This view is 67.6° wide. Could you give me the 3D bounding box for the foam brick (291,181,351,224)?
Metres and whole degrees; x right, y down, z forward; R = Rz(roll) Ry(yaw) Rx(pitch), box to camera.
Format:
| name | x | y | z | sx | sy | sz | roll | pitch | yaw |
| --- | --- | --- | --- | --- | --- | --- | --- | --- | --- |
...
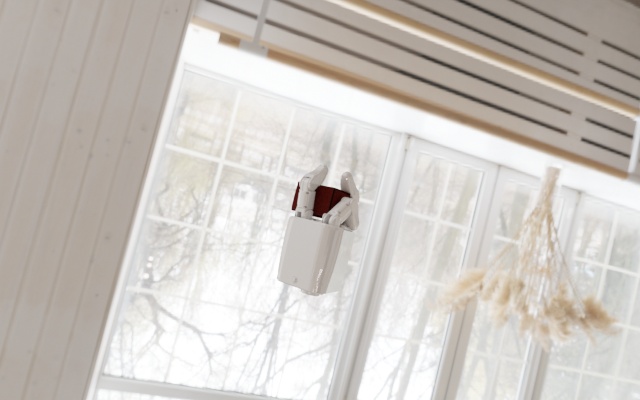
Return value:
| name | x | y | z | sx | sy | sz | roll | pitch | yaw |
| --- | --- | --- | --- | --- | --- | --- | --- | --- | --- |
| foam brick | 0.000 | 0.002 | 0.787 | 0.078 | 0.051 | 0.053 | 12 | -4 | 36 |
